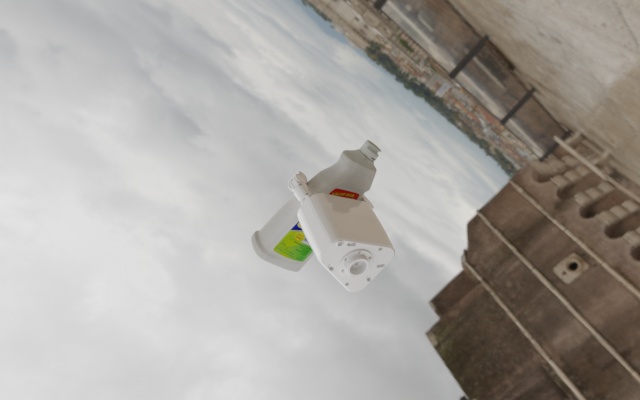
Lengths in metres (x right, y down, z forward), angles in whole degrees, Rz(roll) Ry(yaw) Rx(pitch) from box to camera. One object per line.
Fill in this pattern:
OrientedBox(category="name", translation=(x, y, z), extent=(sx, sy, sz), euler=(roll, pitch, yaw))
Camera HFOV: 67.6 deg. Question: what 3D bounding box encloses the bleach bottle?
OrientedBox(category="bleach bottle", translation=(0.000, 0.003, 0.773), extent=(0.102, 0.251, 0.068), euler=(28, 21, -34))
